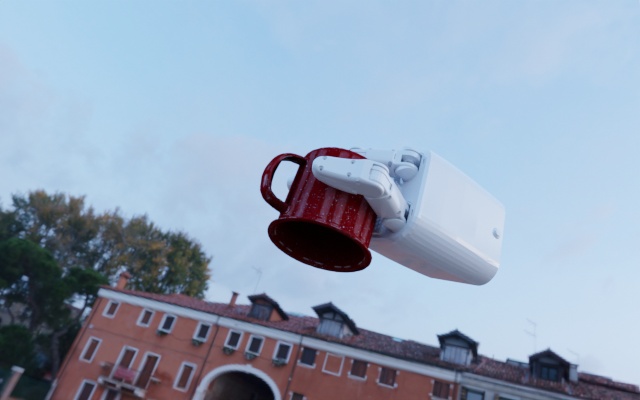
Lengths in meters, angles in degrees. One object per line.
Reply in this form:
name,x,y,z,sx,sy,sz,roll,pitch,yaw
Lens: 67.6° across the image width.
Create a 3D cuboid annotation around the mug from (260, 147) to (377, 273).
mug,-0.001,0.001,0.421,0.117,0.081,0.093,31,-31,-20
